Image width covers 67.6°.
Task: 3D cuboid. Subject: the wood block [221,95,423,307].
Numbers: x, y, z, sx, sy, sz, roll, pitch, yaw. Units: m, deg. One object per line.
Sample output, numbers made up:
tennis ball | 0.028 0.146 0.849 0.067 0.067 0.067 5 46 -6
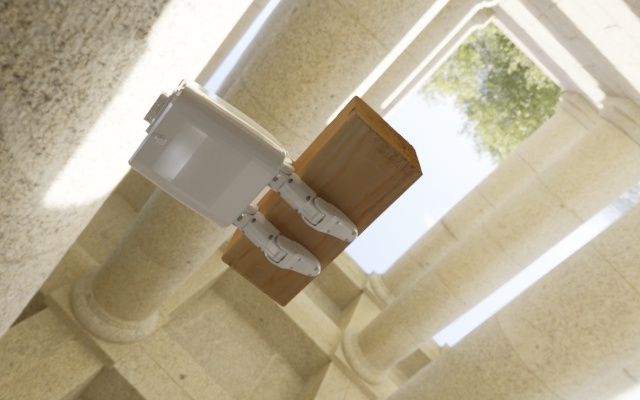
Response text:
wood block | 0.000 0.001 0.505 0.090 0.206 0.090 40 21 -12
